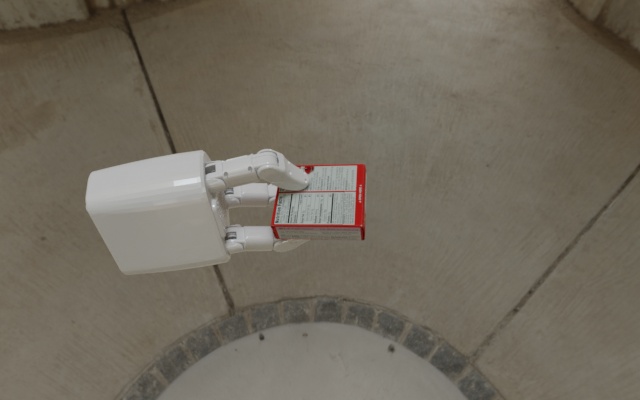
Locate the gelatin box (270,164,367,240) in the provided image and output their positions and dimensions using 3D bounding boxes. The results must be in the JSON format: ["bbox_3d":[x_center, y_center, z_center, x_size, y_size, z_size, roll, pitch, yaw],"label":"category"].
[{"bbox_3d":[0.000,0.001,0.469,0.089,0.073,0.030,-1,-34,9],"label":"gelatin box"}]
